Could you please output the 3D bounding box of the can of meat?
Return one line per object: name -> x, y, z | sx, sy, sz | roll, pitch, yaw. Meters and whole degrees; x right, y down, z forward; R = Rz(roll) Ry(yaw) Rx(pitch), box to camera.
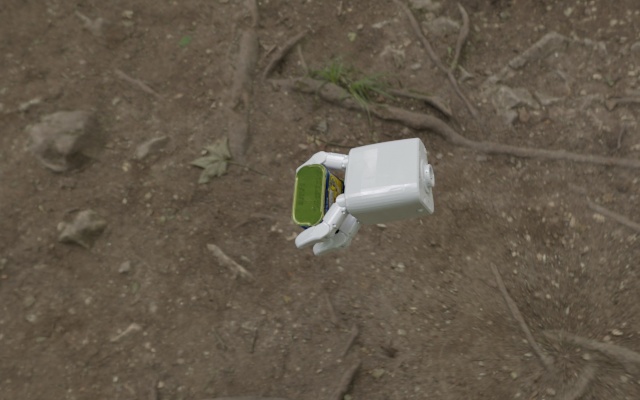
can of meat -> 0.000, 0.002, 0.735 | 0.057, 0.102, 0.084 | -4, -18, 25
